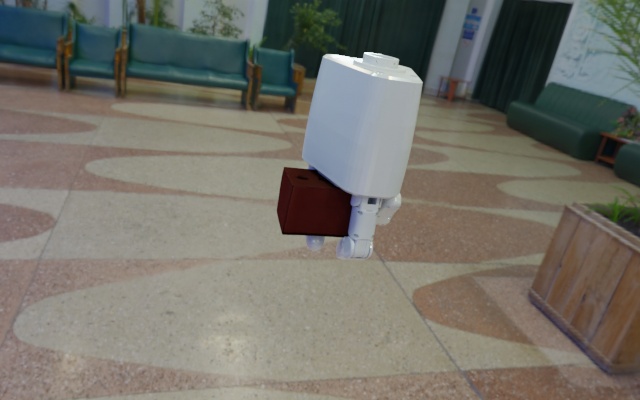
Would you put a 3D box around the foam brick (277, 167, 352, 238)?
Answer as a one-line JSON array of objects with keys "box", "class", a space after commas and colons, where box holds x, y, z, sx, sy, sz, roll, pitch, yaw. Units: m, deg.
[{"box": [0.000, 0.002, 0.469, 0.078, 0.051, 0.053, 4, 24, -16], "class": "foam brick"}]
